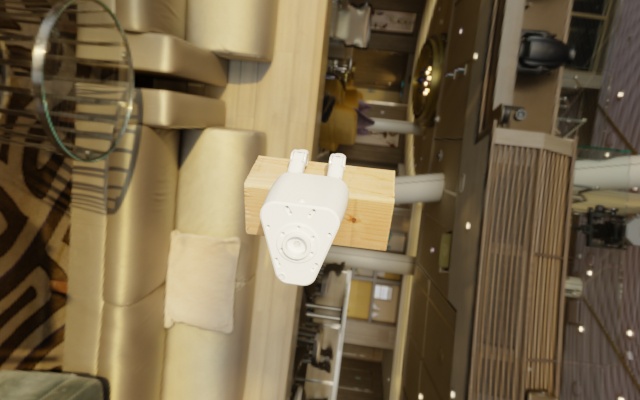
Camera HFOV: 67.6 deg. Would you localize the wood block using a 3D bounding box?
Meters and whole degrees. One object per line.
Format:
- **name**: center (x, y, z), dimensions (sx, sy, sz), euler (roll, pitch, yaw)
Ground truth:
- **wood block**: center (0.000, 0.003, 0.704), dimensions (0.206, 0.091, 0.090), euler (7, 33, 5)
